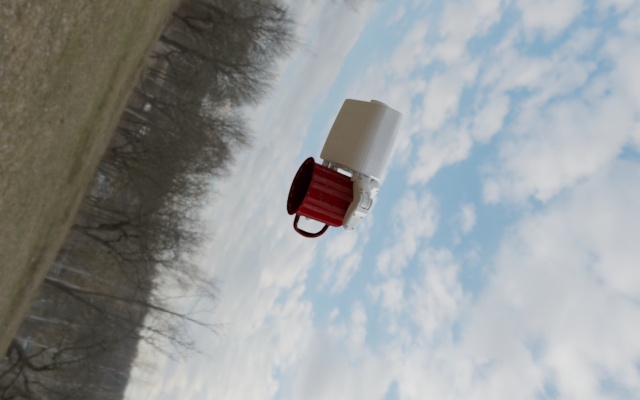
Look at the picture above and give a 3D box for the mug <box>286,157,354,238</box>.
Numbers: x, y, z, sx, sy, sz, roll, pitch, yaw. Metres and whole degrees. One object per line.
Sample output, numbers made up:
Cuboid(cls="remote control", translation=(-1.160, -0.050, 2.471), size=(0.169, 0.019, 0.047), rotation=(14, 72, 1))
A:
Cuboid(cls="mug", translation=(0.000, 0.004, 0.724), size=(0.081, 0.117, 0.093), rotation=(21, 3, -20))
